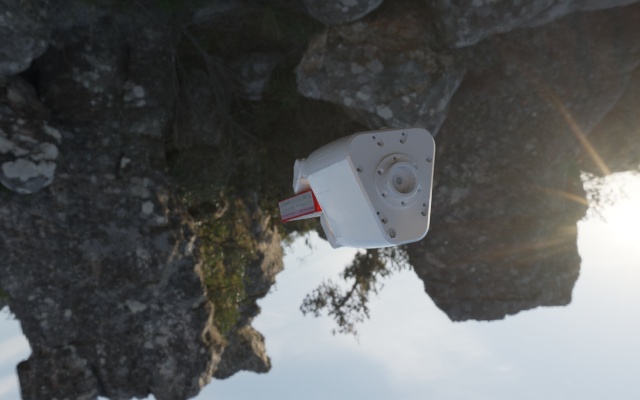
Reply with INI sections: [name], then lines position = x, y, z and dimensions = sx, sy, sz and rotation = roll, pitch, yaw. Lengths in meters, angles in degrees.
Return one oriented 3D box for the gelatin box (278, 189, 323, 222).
[gelatin box]
position = 0.000, 0.002, 0.597
dimensions = 0.073, 0.030, 0.089
rotation = -8, -6, -34
